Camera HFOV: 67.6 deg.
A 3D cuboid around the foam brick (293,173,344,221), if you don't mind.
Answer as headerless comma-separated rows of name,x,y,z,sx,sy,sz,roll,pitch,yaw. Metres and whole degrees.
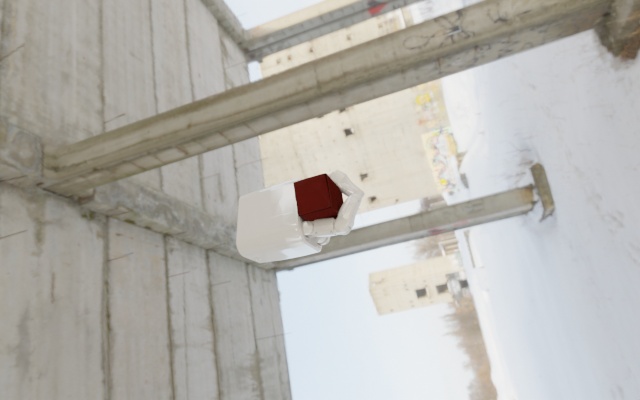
foam brick,0.000,0.002,0.690,0.051,0.053,0.078,-14,-21,15
